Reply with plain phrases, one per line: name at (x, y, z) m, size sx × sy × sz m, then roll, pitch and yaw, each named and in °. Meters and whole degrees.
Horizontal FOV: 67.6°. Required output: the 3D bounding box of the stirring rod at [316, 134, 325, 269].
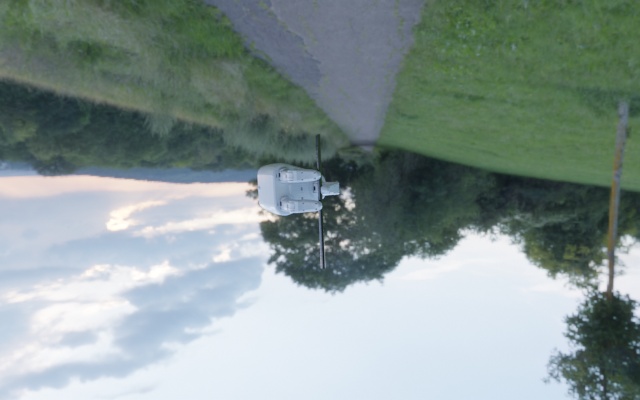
stirring rod at (0.000, 0.003, 0.853) m, size 0.011 × 0.239 × 0.011 m, roll -2°, pitch 5°, yaw 0°
